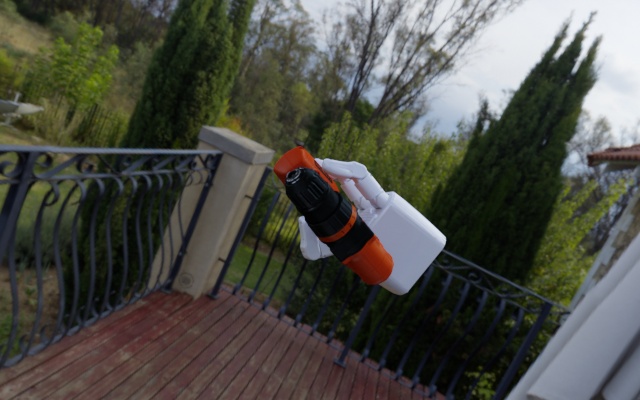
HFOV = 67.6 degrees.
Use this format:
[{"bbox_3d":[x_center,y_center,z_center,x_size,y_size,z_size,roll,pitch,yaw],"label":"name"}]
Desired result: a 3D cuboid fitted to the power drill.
[{"bbox_3d":[0.000,0.002,0.585,0.057,0.184,0.187,-38,33,2],"label":"power drill"}]
